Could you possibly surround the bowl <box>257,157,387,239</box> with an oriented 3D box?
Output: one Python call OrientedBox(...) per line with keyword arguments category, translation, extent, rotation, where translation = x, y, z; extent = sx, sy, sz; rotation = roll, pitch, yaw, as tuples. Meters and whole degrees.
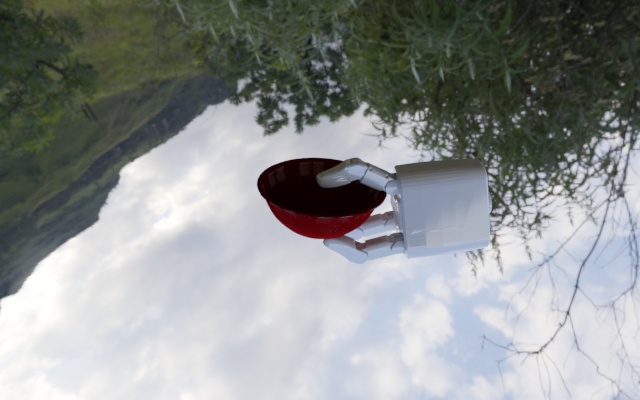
OrientedBox(category="bowl", translation=(-0.001, 0.002, 0.605), extent=(0.162, 0.055, 0.162), rotation=(4, 29, -2))
